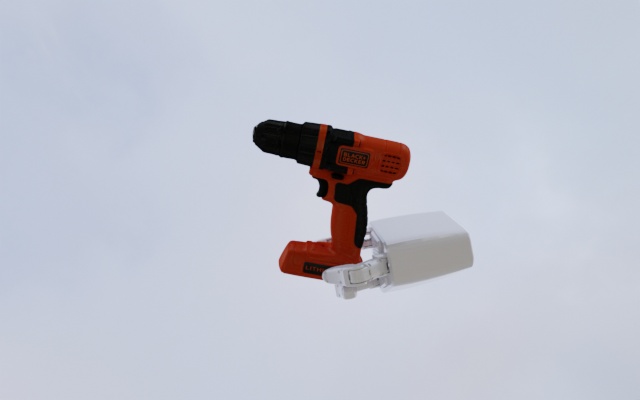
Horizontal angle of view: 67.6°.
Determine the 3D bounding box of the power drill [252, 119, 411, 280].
[{"bbox_3d":[0.000,0.002,0.575,0.184,0.188,0.057,11,22,-1],"label":"power drill"}]
